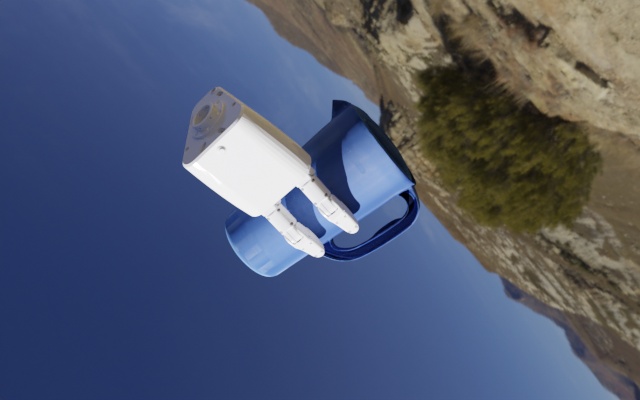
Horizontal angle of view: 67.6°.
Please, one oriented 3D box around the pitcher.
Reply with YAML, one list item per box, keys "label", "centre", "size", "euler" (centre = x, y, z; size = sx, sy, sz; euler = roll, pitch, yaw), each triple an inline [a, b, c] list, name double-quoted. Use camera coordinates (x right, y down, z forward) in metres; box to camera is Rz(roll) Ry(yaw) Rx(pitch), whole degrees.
- label: "pitcher"
  centre: [0.000, 0.002, 0.630]
  size: [0.243, 0.149, 0.145]
  euler: [-38, -50, 16]
